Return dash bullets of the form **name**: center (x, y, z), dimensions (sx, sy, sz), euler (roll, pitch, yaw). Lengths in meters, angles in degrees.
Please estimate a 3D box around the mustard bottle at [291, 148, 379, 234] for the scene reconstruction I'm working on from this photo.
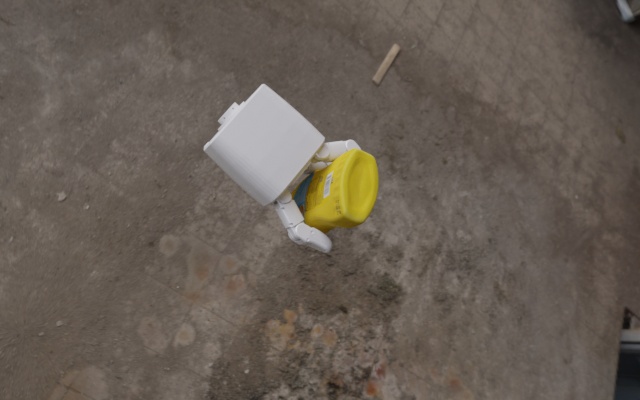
- **mustard bottle**: center (0.001, 0.002, 0.654), dimensions (0.058, 0.096, 0.192), euler (20, -23, -26)
